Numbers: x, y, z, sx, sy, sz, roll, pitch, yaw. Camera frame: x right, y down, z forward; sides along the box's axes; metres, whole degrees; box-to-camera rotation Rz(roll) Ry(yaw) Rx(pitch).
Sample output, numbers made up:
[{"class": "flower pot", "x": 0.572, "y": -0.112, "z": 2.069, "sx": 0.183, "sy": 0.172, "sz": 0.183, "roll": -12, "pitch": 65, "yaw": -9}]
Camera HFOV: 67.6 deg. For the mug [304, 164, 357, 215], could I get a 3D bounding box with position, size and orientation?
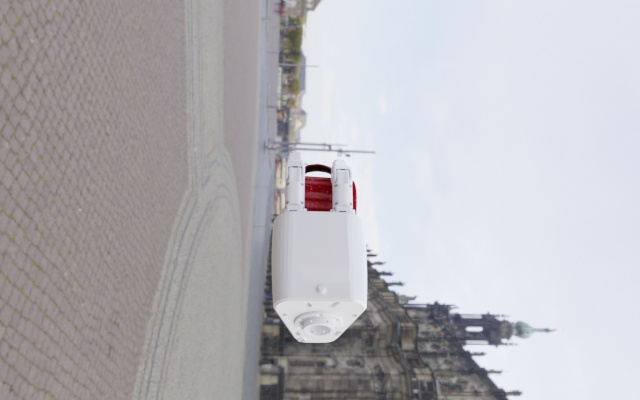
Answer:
[{"class": "mug", "x": 0.000, "y": 0.001, "z": 0.607, "sx": 0.081, "sy": 0.117, "sz": 0.093, "roll": 3, "pitch": -38, "yaw": -4}]
